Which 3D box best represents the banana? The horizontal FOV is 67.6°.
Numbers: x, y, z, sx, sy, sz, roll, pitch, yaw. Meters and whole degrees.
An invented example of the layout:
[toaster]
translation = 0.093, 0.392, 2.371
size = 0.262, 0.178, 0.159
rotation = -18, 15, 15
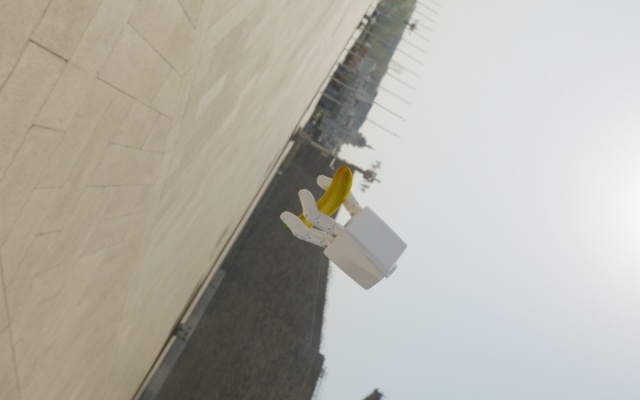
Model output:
[banana]
translation = 0.011, 0.001, 0.859
size = 0.069, 0.037, 0.198
rotation = -15, -24, -46
